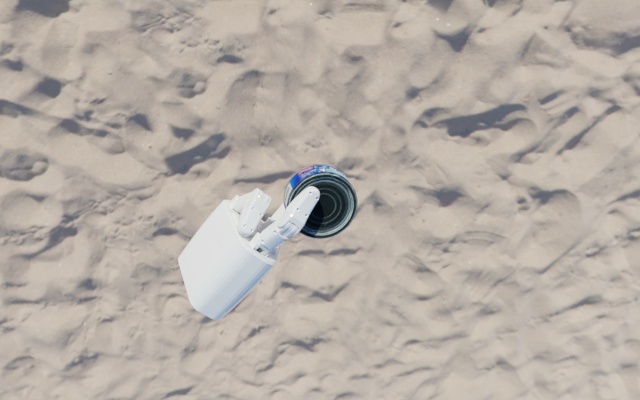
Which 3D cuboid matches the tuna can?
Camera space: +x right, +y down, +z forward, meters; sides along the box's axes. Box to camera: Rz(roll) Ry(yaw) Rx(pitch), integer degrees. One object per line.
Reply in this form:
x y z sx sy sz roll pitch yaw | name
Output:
0.000 0.002 0.570 0.086 0.086 0.033 0 21 -12 | tuna can
